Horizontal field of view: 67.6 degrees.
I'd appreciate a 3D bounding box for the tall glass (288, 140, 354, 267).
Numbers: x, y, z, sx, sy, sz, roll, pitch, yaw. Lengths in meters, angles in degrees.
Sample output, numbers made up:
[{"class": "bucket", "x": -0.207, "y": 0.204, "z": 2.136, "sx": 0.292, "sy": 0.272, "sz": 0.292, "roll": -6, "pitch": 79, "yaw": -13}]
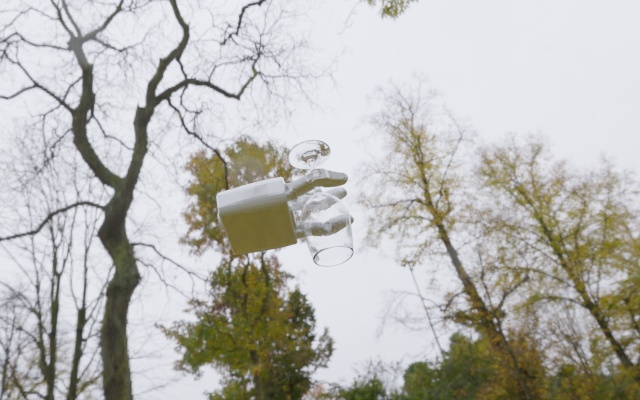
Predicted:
[{"class": "tall glass", "x": 0.000, "y": 0.002, "z": 0.758, "sx": 0.079, "sy": 0.201, "sz": 0.079, "roll": -10, "pitch": -34, "yaw": -6}]
